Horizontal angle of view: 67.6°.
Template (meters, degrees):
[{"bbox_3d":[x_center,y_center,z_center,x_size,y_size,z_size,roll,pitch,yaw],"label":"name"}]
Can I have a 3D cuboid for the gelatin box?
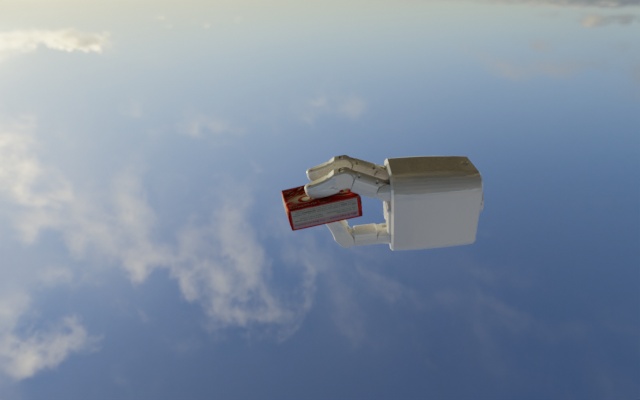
[{"bbox_3d":[0.000,0.002,0.592,0.089,0.030,0.073,-13,23,-6],"label":"gelatin box"}]
